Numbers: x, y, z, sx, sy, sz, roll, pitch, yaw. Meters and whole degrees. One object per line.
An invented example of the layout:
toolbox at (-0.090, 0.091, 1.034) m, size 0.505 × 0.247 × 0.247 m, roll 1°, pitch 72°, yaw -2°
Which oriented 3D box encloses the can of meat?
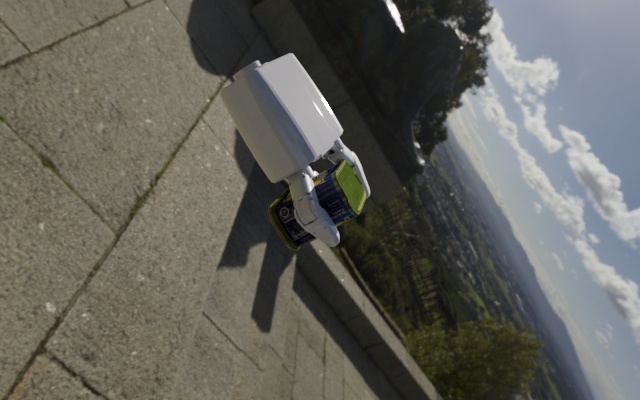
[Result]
can of meat at (0.000, 0.002, 0.533) m, size 0.084 × 0.057 × 0.102 m, roll -29°, pitch 9°, yaw 18°
